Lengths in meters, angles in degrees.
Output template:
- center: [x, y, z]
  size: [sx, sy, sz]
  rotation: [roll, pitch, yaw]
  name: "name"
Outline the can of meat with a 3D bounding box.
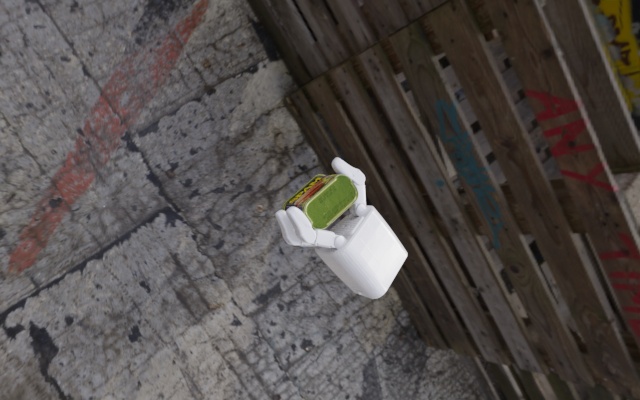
- center: [0.000, 0.002, 0.755]
  size: [0.102, 0.057, 0.084]
  rotation: [-41, 16, -19]
  name: "can of meat"
